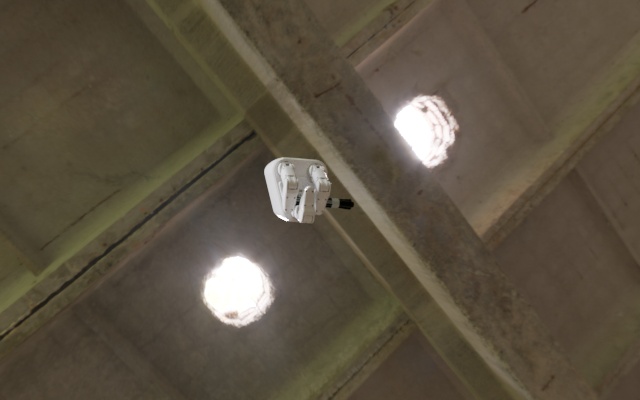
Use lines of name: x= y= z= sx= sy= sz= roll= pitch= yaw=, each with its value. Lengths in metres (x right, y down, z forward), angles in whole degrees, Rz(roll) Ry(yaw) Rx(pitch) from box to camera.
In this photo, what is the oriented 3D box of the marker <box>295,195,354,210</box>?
marker: x=0.000 y=0.003 z=0.823 sx=0.121 sy=0.020 sz=0.020 roll=4 pitch=-1 yaw=-17
